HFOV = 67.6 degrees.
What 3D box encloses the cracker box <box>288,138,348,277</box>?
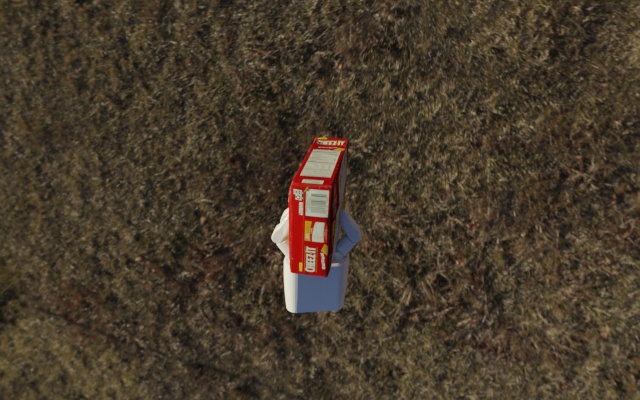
[{"bbox_3d":[0.000,0.003,0.822,0.072,0.164,0.213,6,27,7],"label":"cracker box"}]
